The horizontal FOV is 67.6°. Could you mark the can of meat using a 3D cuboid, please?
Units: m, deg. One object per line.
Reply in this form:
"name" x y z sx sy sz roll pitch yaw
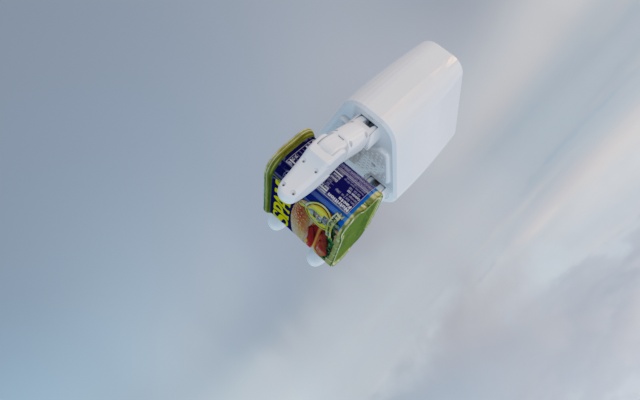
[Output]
"can of meat" 0.000 0.002 0.414 0.057 0.084 0.102 -43 -15 -24
